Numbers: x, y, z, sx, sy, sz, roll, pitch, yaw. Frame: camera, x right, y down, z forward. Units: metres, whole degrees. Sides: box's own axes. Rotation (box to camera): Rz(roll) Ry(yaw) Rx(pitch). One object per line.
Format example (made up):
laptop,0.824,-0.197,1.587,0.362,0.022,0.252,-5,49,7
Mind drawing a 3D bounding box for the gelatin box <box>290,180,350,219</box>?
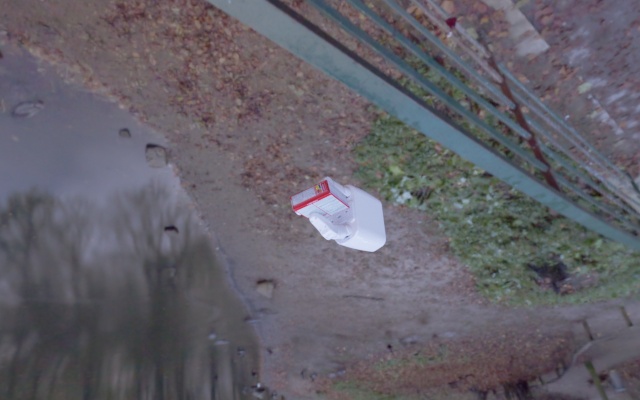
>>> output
gelatin box,0.000,0.003,0.836,0.073,0.030,0.089,-24,-26,18
